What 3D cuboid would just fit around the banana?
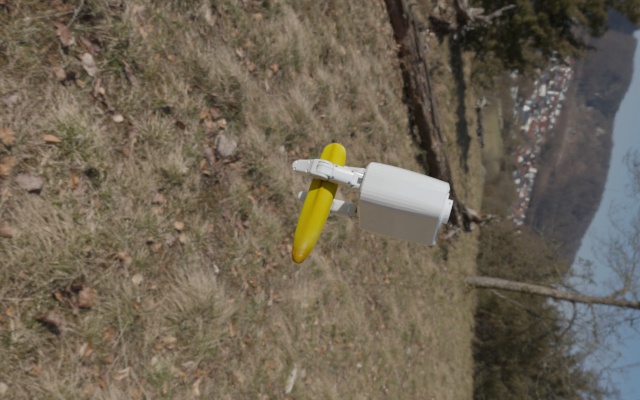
[{"bbox_3d":[0.003,-0.010,0.656,0.037,0.197,0.070,17,-30,4],"label":"banana"}]
